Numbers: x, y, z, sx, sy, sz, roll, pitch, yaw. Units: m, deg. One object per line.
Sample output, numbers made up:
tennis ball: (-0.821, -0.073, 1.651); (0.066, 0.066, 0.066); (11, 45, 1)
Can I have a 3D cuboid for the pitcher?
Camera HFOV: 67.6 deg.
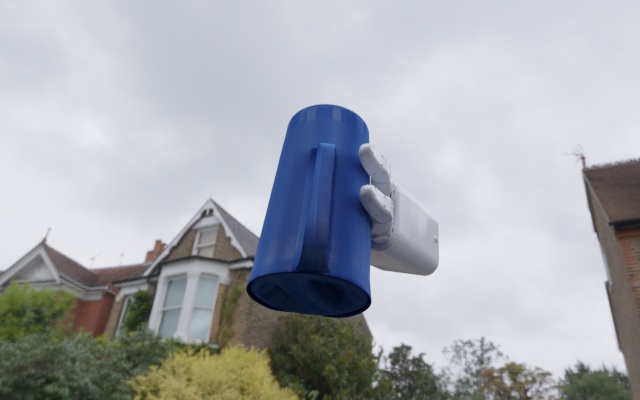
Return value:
pitcher: (0.000, 0.002, 0.556); (0.149, 0.242, 0.145); (-22, -41, 38)
